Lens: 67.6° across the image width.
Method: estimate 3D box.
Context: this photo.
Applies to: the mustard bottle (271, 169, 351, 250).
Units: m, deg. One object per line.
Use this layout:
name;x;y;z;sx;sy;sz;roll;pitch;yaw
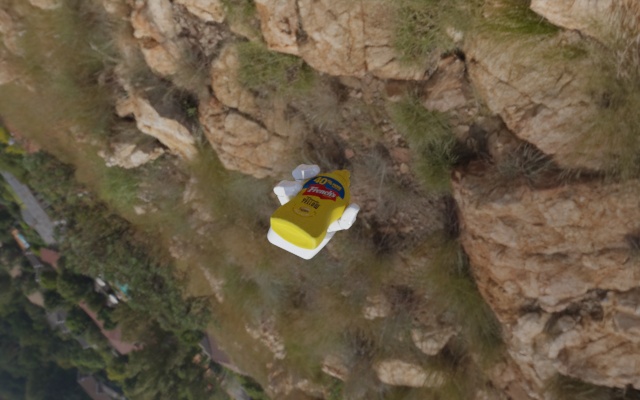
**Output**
mustard bottle;0.000;0.003;0.872;0.096;0.058;0.191;24;48;22
